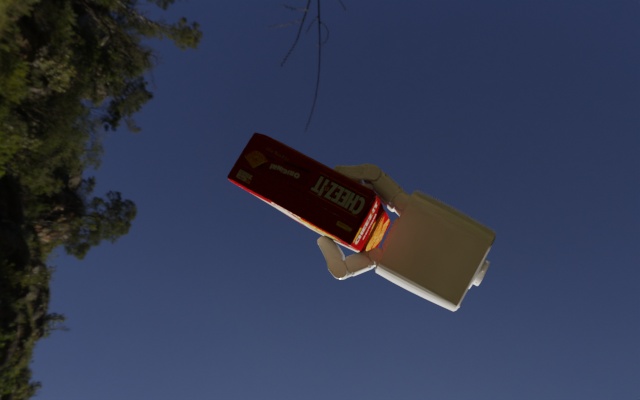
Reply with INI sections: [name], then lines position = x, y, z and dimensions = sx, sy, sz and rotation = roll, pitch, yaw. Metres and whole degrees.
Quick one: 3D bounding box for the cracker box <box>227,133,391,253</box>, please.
[cracker box]
position = 0.000, 0.002, 0.620
dimensions = 0.164, 0.072, 0.214
rotation = 27, -4, 16
